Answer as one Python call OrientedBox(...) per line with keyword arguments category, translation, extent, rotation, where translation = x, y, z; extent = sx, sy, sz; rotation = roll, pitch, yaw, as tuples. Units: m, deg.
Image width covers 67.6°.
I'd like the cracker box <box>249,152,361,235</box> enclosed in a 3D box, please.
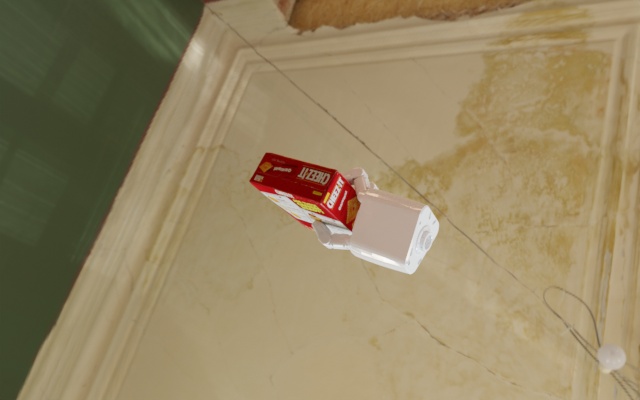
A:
OrientedBox(category="cracker box", translation=(0.000, 0.003, 0.870), extent=(0.164, 0.072, 0.214), rotation=(16, -17, 35))
